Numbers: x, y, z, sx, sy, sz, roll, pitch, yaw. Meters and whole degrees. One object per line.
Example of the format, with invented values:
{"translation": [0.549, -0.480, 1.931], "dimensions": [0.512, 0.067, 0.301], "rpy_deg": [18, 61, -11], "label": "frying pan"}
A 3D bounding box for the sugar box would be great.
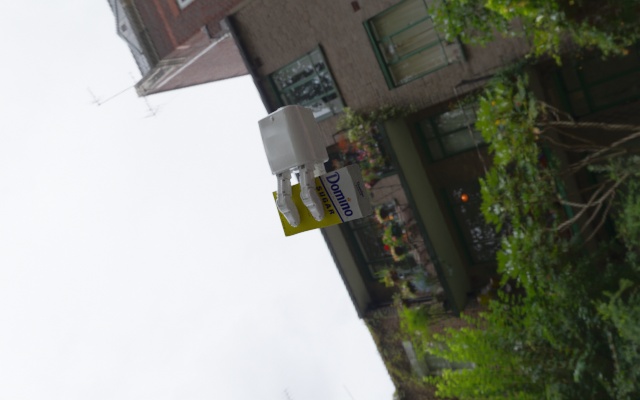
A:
{"translation": [0.000, 0.003, 0.866], "dimensions": [0.176, 0.093, 0.048], "rpy_deg": [-18, 0, 36], "label": "sugar box"}
